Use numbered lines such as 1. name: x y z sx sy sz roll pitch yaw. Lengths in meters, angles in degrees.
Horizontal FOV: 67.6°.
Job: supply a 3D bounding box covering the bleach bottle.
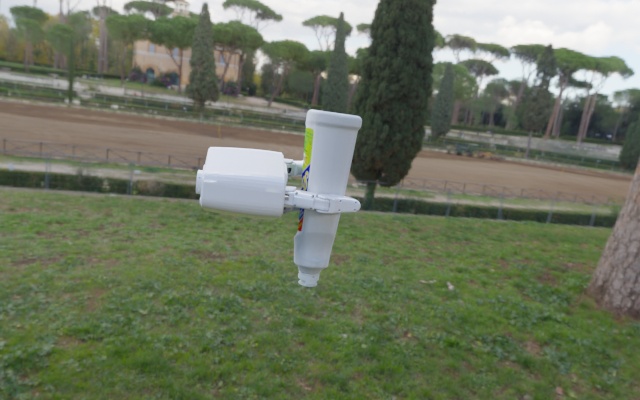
1. bleach bottle: 0.000 0.002 0.673 0.068 0.251 0.102 6 11 -12
